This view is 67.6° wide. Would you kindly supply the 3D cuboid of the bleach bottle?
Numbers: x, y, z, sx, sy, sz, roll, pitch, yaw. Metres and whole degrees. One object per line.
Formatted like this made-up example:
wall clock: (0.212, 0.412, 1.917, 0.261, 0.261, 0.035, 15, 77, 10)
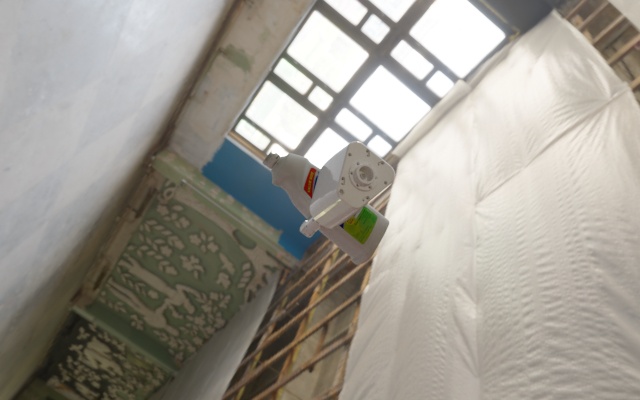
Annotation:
bleach bottle: (0.000, 0.003, 0.859, 0.251, 0.102, 0.068, 37, -27, -8)
